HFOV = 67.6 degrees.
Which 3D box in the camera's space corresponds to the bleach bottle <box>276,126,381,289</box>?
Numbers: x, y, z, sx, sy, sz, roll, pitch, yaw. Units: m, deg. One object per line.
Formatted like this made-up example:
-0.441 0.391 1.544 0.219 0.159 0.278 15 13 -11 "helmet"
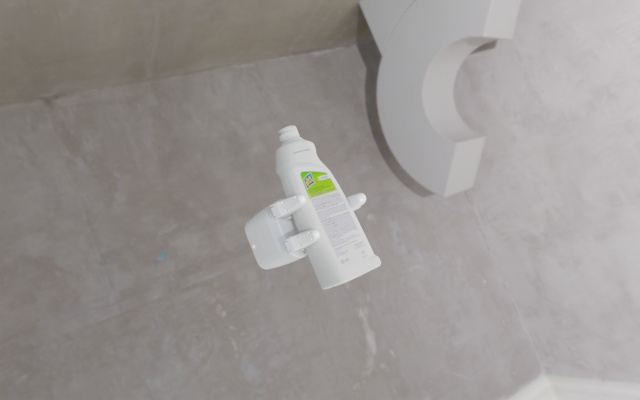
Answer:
0.000 0.002 0.738 0.102 0.251 0.068 -17 -8 -42 "bleach bottle"
